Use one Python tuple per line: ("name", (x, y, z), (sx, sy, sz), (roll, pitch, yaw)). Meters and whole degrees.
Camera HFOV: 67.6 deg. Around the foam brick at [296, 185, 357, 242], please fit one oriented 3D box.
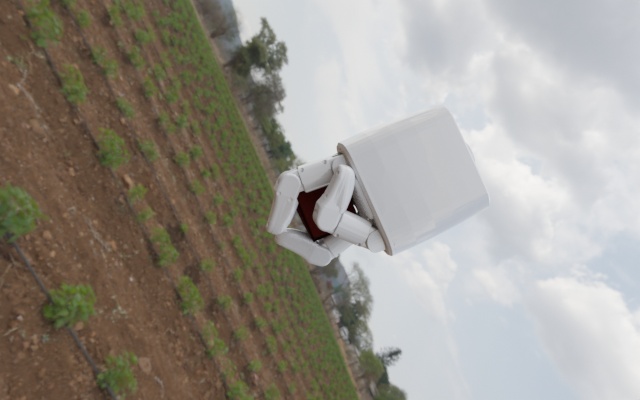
("foam brick", (0.000, 0.002, 0.496), (0.051, 0.053, 0.078), (-25, 14, -4))
